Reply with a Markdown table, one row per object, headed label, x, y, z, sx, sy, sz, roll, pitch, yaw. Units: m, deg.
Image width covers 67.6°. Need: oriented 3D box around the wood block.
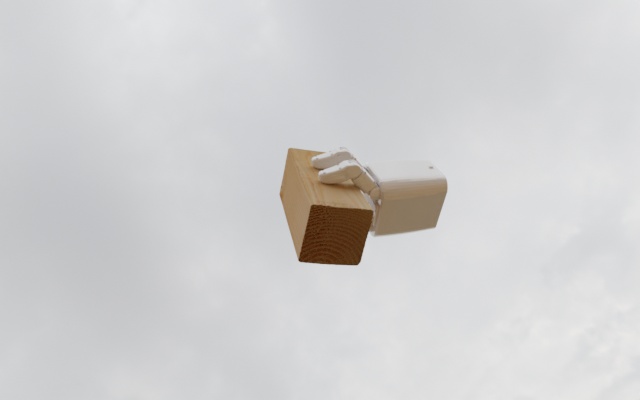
| label | x | y | z | sx | sy | sz | roll | pitch | yaw |
| --- | --- | --- | --- | --- | --- | --- | --- | --- | --- |
| wood block | 0.000 | 0.003 | 0.722 | 0.090 | 0.091 | 0.206 | 5 | 25 | -15 |
